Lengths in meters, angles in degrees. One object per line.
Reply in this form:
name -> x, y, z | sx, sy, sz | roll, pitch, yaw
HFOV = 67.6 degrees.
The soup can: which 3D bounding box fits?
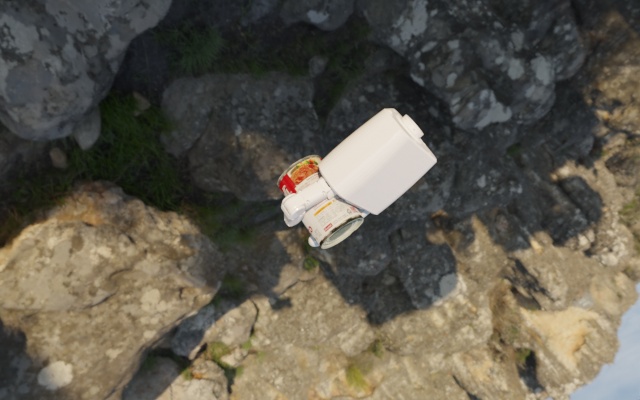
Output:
soup can -> 0.000, 0.003, 0.611 | 0.068, 0.102, 0.068 | -32, -18, -11
